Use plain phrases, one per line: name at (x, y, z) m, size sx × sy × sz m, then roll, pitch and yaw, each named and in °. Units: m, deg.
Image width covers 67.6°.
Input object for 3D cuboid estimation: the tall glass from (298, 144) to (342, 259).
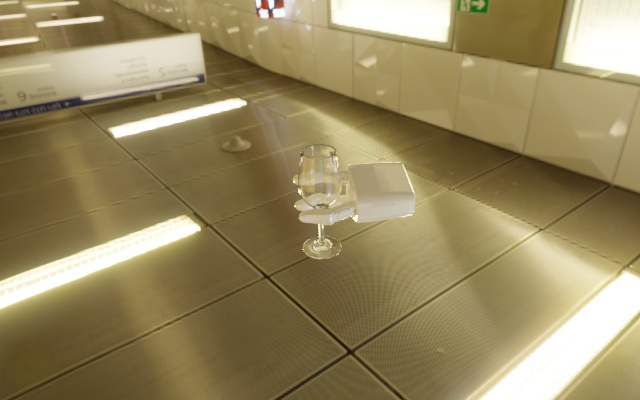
tall glass at (0.000, 0.003, 0.862) m, size 0.079 × 0.201 × 0.079 m, roll -2°, pitch 29°, yaw 1°
